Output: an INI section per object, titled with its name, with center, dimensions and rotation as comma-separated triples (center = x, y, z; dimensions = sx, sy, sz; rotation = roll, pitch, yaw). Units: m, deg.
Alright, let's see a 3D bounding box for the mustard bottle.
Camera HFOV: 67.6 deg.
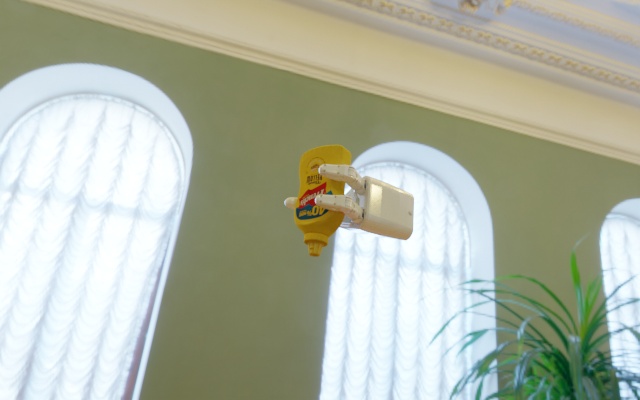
[mustard bottle]
center = 0.000, 0.002, 0.821
dimensions = 0.096, 0.191, 0.058
rotation = -10, -27, 34
